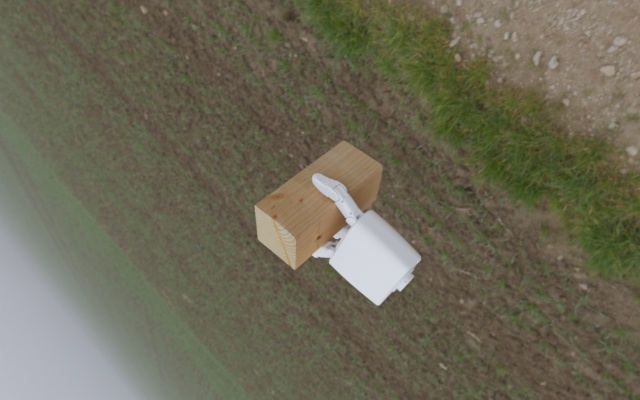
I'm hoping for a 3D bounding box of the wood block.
[{"bbox_3d":[0.000,0.003,0.785,0.090,0.091,0.206,36,57,24],"label":"wood block"}]
